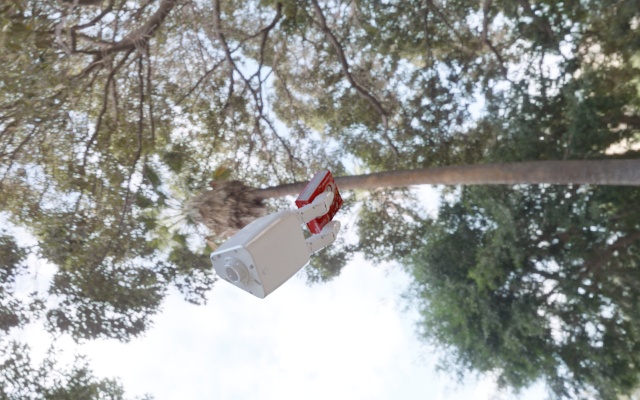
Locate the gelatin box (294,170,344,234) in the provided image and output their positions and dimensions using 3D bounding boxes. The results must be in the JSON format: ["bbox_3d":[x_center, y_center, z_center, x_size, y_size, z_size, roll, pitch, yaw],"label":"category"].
[{"bbox_3d":[0.000,0.002,0.821,0.030,0.073,0.089,-1,39,35],"label":"gelatin box"}]
